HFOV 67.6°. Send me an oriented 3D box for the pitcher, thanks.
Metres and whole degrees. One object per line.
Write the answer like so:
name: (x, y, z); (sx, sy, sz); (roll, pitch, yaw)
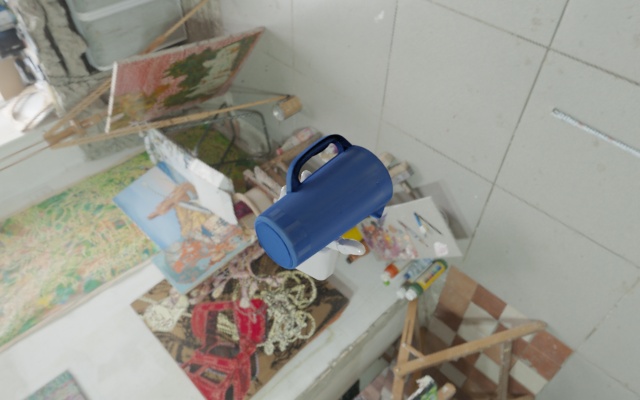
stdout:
pitcher: (0.000, 0.003, 0.849); (0.149, 0.145, 0.242); (39, 57, 24)
